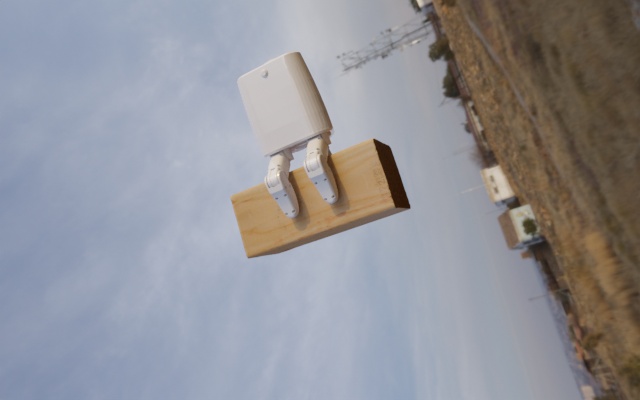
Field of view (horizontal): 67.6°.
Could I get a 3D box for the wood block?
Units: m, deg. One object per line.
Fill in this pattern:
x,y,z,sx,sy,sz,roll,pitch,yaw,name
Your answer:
0.000,0.002,0.627,0.206,0.090,0.091,-20,-8,21,wood block
